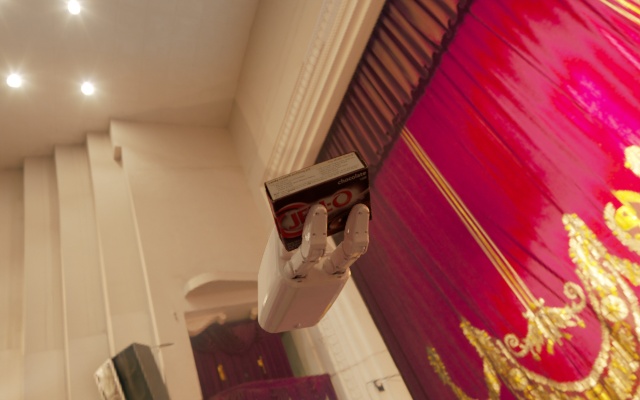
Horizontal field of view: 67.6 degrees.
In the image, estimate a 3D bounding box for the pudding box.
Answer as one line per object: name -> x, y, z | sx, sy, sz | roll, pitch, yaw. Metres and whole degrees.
pudding box -> 0.000, 0.002, 0.543 | 0.113, 0.039, 0.090 | -22, -40, -10
